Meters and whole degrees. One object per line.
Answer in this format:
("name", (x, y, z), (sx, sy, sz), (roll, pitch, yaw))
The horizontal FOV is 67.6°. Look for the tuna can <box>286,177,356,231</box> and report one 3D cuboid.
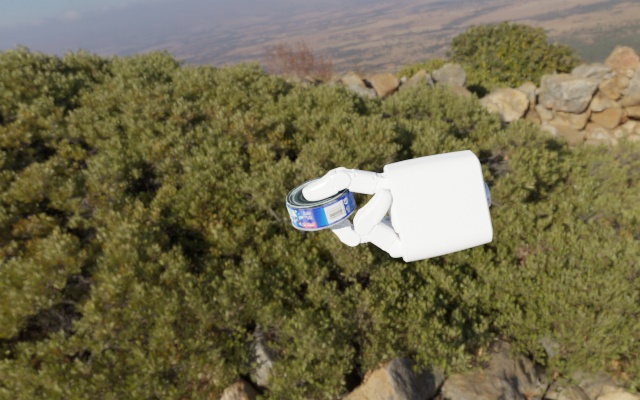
("tuna can", (0.000, 0.001, 0.605), (0.086, 0.034, 0.086), (-14, 25, 7))
